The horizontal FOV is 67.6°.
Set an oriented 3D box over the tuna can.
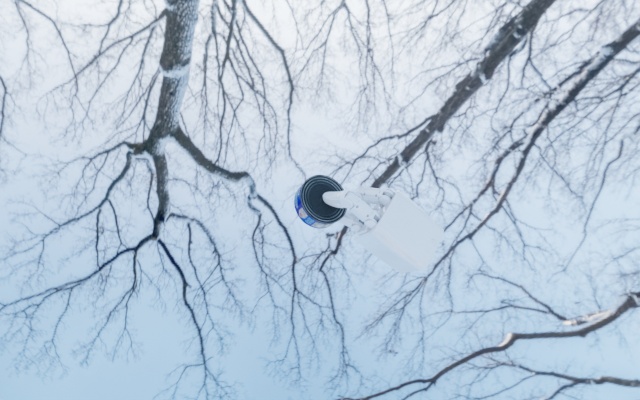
[{"bbox_3d":[0.000,0.003,0.795,0.086,0.086,0.034,0,-20,-27],"label":"tuna can"}]
